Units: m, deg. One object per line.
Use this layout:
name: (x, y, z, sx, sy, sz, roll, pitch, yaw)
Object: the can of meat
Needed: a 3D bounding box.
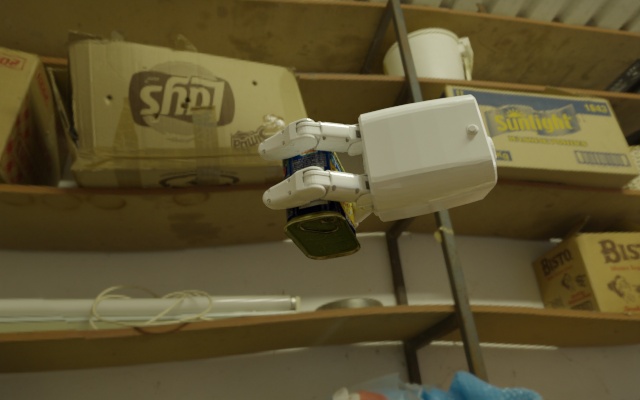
can of meat: (0.000, 0.001, 0.475, 0.057, 0.084, 0.102, -12, -28, 12)
